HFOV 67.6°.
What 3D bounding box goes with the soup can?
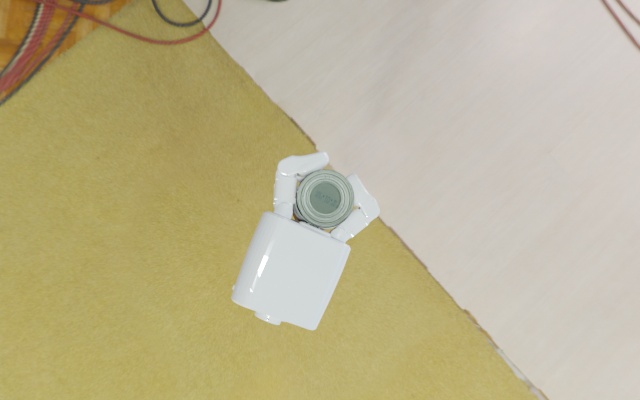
[{"bbox_3d":[0.000,0.001,0.579,0.068,0.068,0.102,0,-5,-6],"label":"soup can"}]
